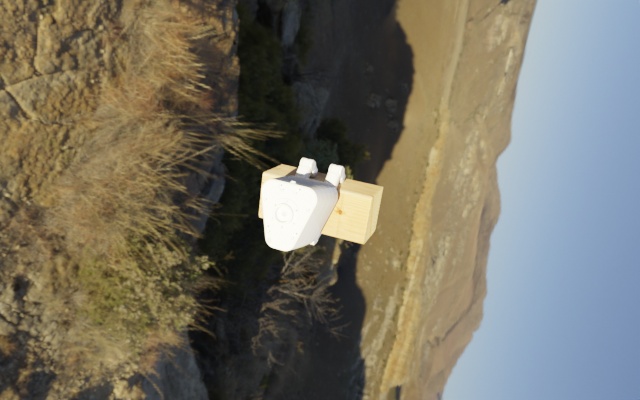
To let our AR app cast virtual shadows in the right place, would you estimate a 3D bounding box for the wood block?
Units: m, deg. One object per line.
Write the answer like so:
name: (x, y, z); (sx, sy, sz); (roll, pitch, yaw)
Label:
wood block: (0.000, 0.003, 0.888); (0.206, 0.091, 0.090); (14, 19, 16)
